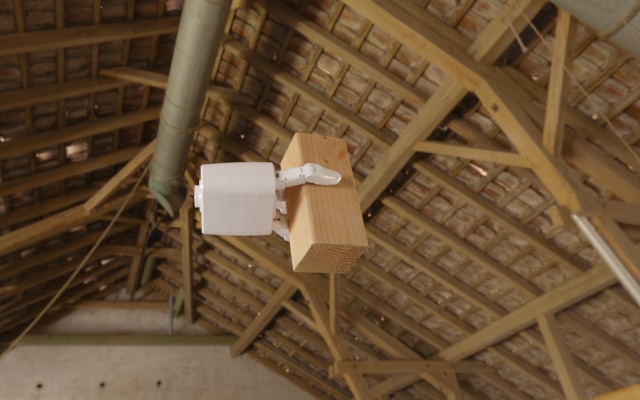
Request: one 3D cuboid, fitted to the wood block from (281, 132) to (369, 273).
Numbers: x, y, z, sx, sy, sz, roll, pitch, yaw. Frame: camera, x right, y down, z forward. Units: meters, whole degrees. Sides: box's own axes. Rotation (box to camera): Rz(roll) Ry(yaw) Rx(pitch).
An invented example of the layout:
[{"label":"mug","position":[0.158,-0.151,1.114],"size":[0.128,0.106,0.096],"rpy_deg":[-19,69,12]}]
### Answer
[{"label":"wood block","position":[0.000,0.002,0.760],"size":[0.090,0.206,0.091],"rpy_deg":[6,-36,-22]}]
